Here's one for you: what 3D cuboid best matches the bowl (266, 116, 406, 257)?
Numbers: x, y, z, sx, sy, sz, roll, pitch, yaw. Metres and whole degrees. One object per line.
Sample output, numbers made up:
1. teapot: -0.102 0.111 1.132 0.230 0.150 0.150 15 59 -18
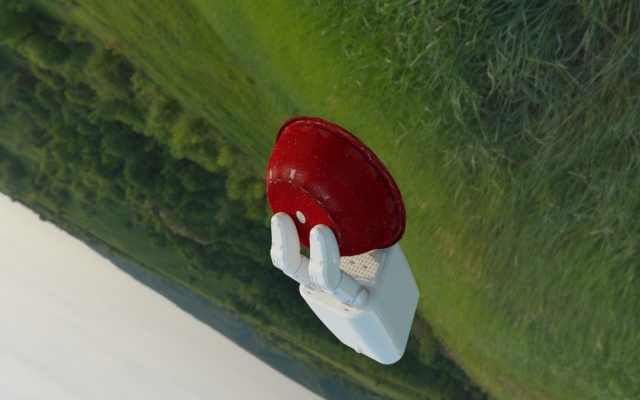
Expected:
1. bowl: -0.001 0.001 0.459 0.055 0.162 0.162 -44 25 -29
